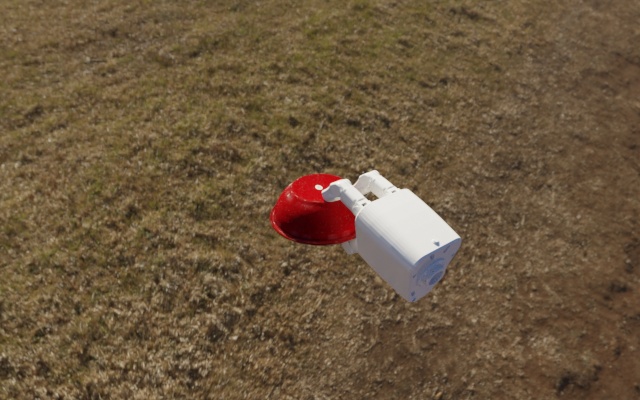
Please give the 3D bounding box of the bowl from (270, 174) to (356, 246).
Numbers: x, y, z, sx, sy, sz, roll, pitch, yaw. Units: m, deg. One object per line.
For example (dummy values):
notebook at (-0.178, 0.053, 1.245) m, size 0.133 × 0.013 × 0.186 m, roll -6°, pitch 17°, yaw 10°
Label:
bowl at (-0.001, 0.002, 0.747) m, size 0.162 × 0.055 × 0.162 m, roll 0°, pitch 30°, yaw 0°
